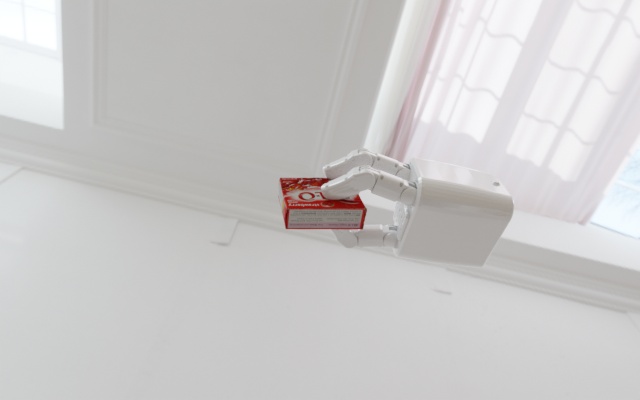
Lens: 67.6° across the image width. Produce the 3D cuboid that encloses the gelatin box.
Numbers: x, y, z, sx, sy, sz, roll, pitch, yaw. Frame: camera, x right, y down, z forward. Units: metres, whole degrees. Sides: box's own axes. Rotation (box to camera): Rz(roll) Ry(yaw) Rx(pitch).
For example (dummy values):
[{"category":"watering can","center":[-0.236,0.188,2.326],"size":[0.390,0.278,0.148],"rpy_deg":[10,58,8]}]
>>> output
[{"category":"gelatin box","center":[0.000,0.002,0.538],"size":[0.089,0.030,0.073],"rpy_deg":[0,29,-12]}]
